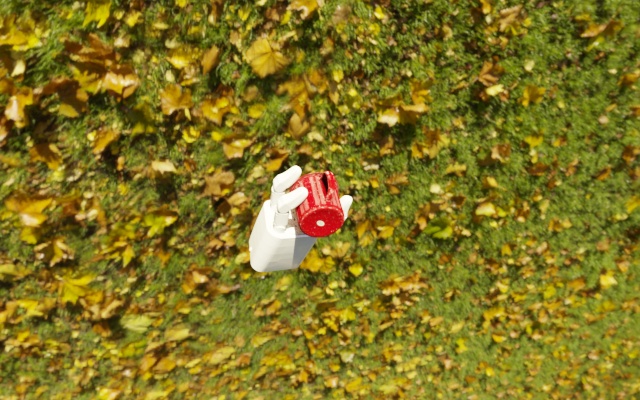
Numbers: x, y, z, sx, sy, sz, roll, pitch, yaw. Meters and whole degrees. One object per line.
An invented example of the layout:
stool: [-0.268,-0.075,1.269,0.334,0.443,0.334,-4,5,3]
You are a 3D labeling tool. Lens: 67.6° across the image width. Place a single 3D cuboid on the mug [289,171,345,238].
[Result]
mug: [0.001,0.002,0.838,0.093,0.117,0.081,9,41,-23]
